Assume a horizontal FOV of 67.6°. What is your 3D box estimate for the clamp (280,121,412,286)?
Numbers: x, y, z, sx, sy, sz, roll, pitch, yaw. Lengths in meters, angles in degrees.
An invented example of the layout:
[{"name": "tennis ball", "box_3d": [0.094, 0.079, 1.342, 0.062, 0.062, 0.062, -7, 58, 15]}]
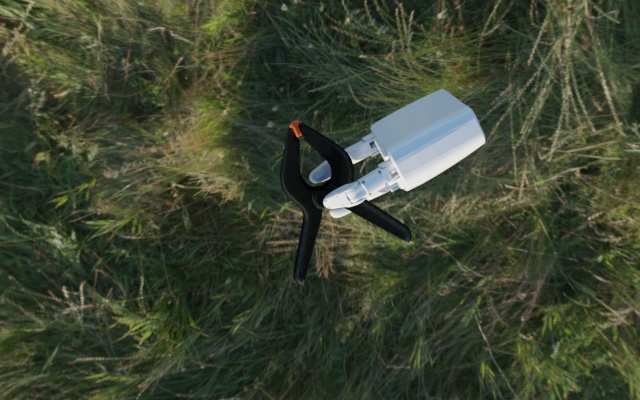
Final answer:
[{"name": "clamp", "box_3d": [0.000, 0.002, 0.611, 0.164, 0.210, 0.036, -30, 12, 4]}]
